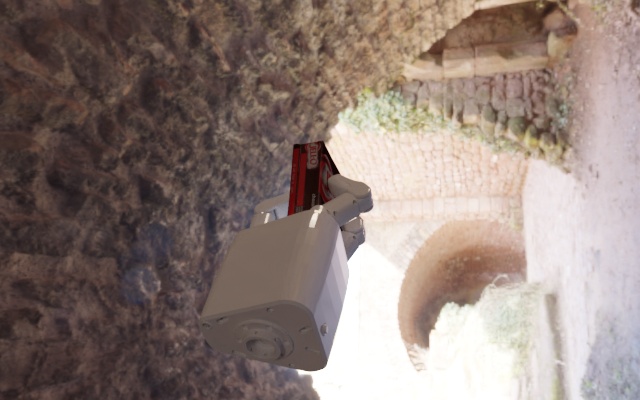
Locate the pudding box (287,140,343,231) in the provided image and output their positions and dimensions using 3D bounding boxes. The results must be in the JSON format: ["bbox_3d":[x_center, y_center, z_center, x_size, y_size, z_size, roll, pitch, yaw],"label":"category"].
[{"bbox_3d":[0.000,0.002,0.521,0.039,0.090,0.113,-2,-25,15],"label":"pudding box"}]
